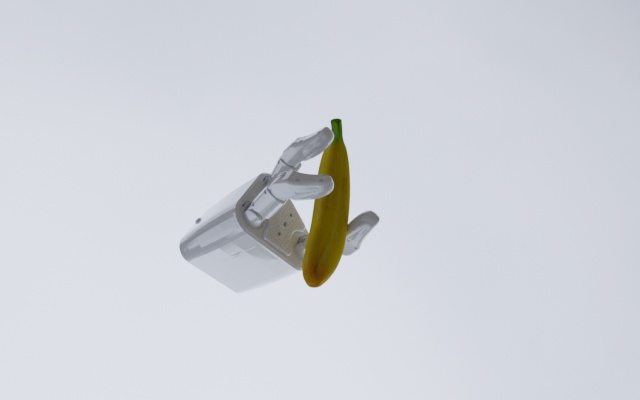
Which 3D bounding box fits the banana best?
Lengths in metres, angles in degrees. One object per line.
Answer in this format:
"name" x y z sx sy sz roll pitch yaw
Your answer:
"banana" 0.006 0.010 0.486 0.037 0.197 0.070 -7 -37 18
